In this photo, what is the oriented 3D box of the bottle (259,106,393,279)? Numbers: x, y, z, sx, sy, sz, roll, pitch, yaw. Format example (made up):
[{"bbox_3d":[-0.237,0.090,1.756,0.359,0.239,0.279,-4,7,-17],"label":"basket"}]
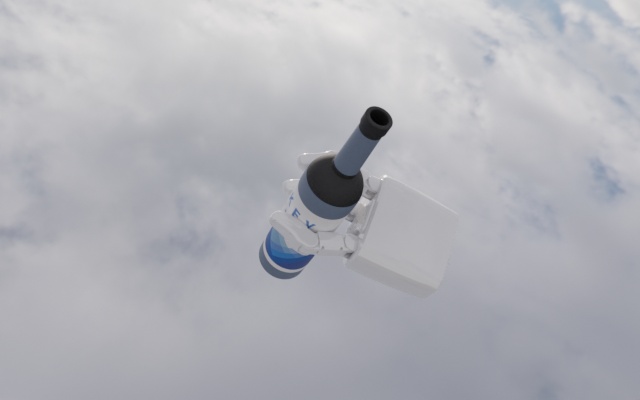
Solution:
[{"bbox_3d":[0.000,0.002,0.539,0.069,0.069,0.296,0,-31,-25],"label":"bottle"}]
